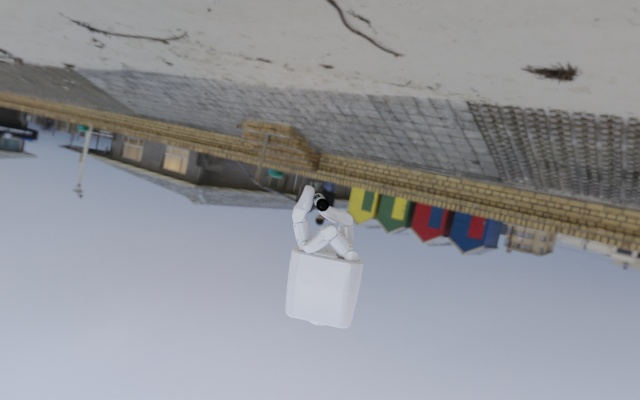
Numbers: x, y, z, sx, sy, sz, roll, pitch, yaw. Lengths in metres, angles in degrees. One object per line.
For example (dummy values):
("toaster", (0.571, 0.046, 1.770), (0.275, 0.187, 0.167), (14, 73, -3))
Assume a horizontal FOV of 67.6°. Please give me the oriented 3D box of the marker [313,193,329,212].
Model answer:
("marker", (0.000, 0.002, 0.719), (0.020, 0.020, 0.121), (0, 4, -3))
